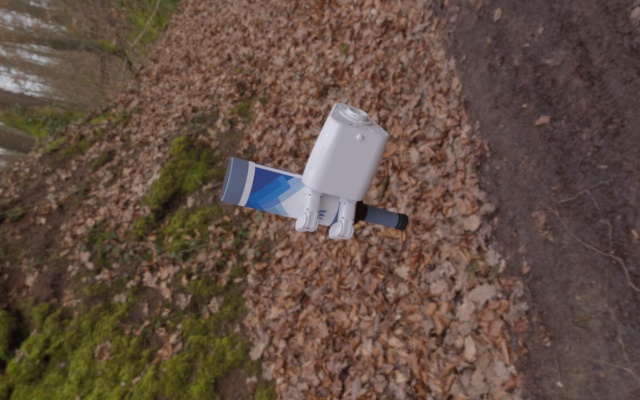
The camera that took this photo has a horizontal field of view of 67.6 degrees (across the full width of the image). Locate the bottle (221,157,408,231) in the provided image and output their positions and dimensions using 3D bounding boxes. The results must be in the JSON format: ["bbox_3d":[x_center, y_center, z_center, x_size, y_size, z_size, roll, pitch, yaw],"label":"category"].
[{"bbox_3d":[0.000,0.002,0.737,0.296,0.069,0.069,14,-4,-17],"label":"bottle"}]
